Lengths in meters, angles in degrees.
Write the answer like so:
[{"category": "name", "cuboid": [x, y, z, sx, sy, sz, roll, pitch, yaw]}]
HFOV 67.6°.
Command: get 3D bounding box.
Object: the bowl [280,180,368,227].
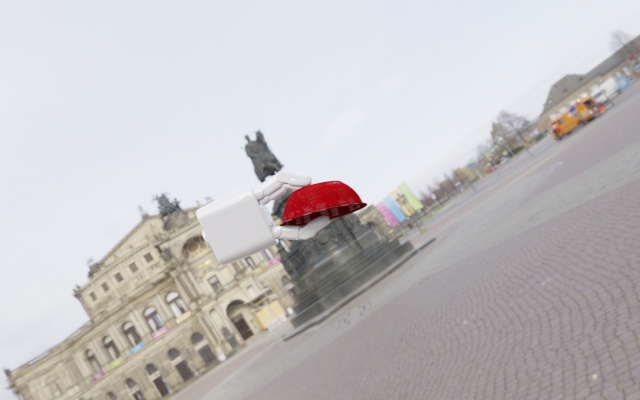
[{"category": "bowl", "cuboid": [0.001, 0.002, 0.855, 0.162, 0.055, 0.162, -13, -9, -2]}]
